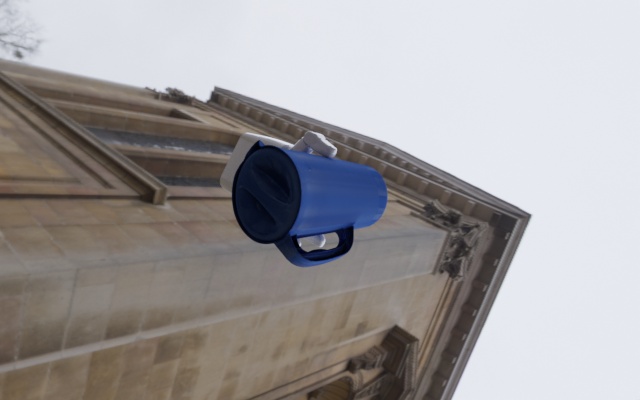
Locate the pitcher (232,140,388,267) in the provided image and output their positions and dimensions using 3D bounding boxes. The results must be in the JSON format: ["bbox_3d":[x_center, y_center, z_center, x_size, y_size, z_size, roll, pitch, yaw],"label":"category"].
[{"bbox_3d":[0.000,0.002,0.723,0.145,0.149,0.243,22,14,38],"label":"pitcher"}]
